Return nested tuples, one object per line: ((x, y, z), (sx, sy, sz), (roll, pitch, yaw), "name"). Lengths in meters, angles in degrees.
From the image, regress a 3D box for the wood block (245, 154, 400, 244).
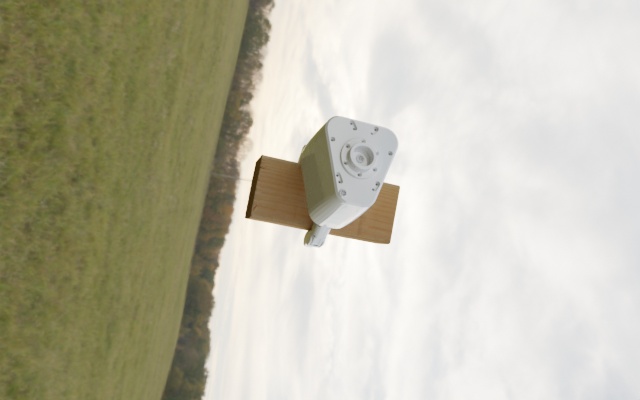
((0.000, 0.003, 0.710), (0.206, 0.091, 0.090), (12, -5, -13), "wood block")
